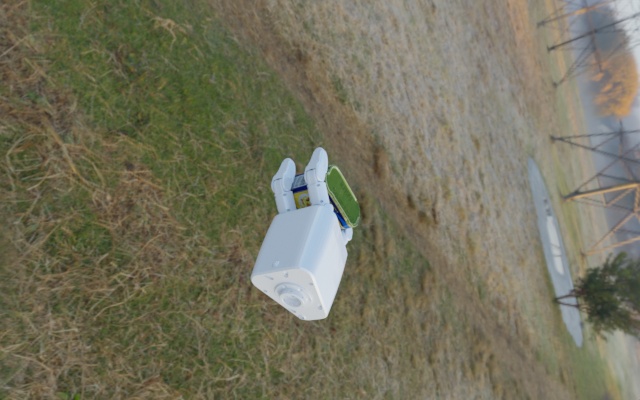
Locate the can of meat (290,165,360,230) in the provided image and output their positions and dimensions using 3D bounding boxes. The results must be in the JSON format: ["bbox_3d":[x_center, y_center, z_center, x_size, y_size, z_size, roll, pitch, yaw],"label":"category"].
[{"bbox_3d":[0.000,0.002,0.702,0.084,0.102,0.057,-14,33,31],"label":"can of meat"}]
